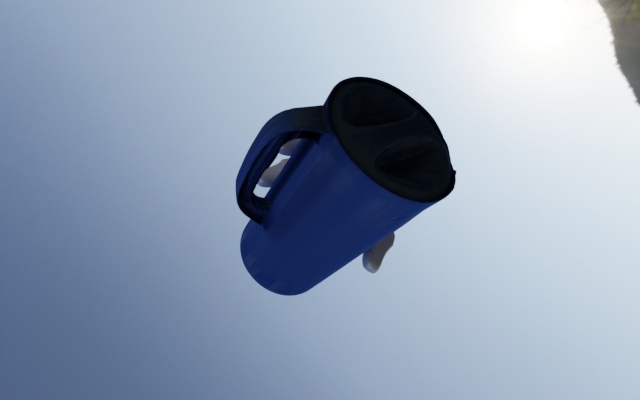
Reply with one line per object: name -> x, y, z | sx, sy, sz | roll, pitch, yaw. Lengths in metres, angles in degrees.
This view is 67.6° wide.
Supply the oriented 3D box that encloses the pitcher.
pitcher -> 0.000, 0.002, 0.480 | 0.145, 0.149, 0.243 | -44, -2, -45
